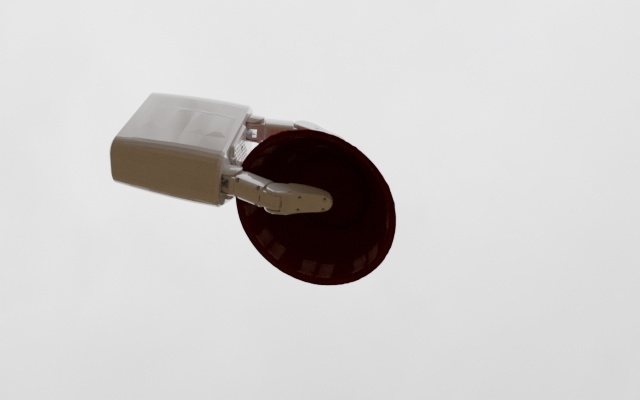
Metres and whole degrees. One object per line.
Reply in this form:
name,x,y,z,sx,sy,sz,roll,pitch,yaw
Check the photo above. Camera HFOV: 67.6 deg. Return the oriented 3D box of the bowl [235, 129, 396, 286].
bowl,0.001,0.002,0.470,0.162,0.162,0.055,0,24,22
